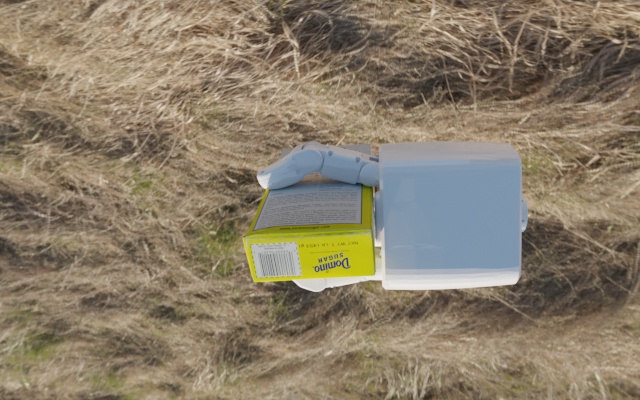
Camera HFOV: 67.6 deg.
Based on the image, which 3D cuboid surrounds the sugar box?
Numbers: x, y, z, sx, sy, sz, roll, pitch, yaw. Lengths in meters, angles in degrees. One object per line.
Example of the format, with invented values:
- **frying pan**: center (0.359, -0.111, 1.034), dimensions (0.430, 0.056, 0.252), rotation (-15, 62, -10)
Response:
- **sugar box**: center (0.000, 0.002, 0.413), dimensions (0.093, 0.048, 0.176), rotation (-3, 23, 8)
